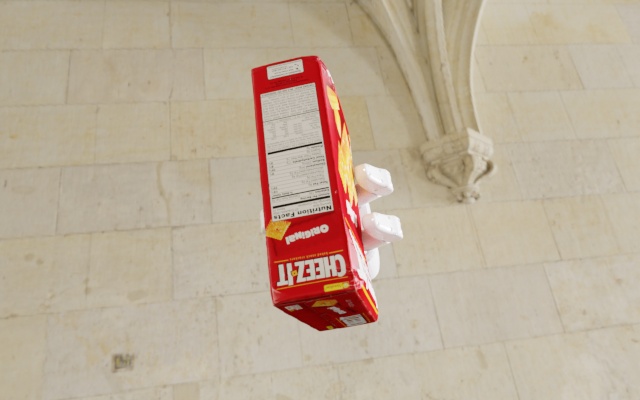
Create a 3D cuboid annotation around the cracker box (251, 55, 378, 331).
[{"bbox_3d":[0.000,0.001,0.448,0.072,0.213,0.164,-12,-23,8],"label":"cracker box"}]
